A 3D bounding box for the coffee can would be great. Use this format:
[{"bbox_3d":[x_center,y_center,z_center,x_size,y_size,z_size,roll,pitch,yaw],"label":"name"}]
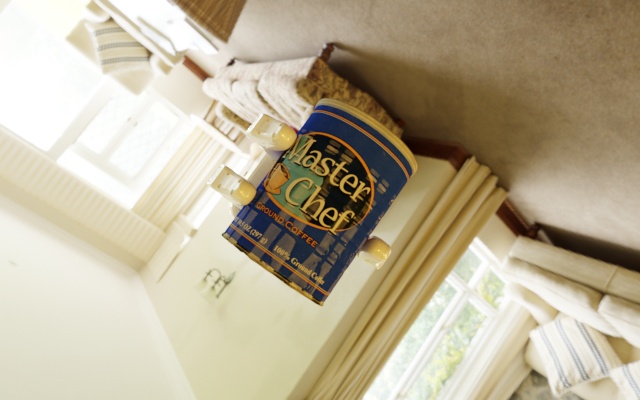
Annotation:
[{"bbox_3d":[0.000,0.001,0.402,0.103,0.140,0.103,35,-7,5],"label":"coffee can"}]
